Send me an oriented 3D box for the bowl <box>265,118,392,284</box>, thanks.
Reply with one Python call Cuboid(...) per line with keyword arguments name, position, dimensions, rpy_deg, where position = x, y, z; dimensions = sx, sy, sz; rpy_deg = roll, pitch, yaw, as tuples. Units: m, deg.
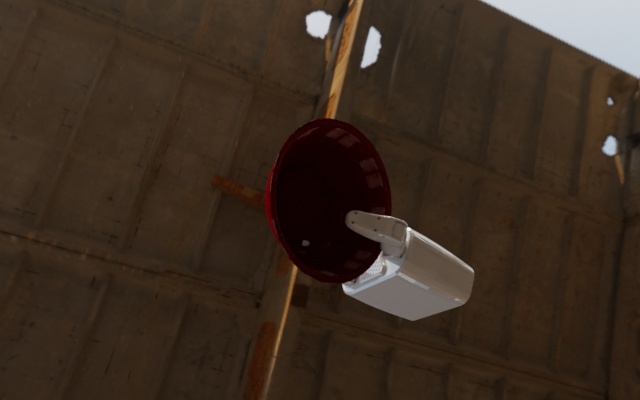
Cuboid(name="bowl", position=(-0.001, 0.001, 0.484), dimensions=(0.162, 0.162, 0.055), rpy_deg=(0, -4, -42))
